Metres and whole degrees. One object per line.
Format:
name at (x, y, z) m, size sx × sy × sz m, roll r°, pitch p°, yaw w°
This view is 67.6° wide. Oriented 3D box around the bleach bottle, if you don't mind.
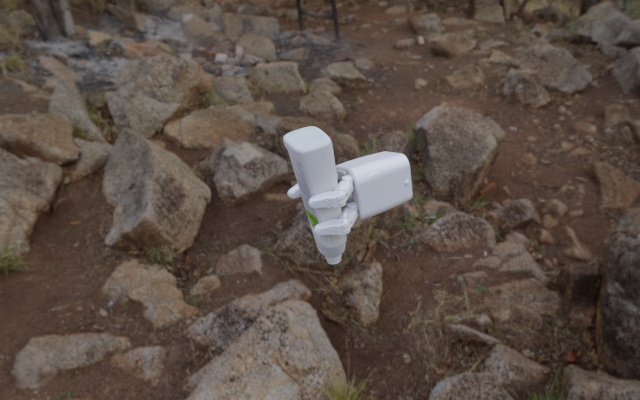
bleach bottle at (0.000, 0.003, 0.848) m, size 0.068 × 0.251 × 0.102 m, roll -20°, pitch 31°, yaw -13°
